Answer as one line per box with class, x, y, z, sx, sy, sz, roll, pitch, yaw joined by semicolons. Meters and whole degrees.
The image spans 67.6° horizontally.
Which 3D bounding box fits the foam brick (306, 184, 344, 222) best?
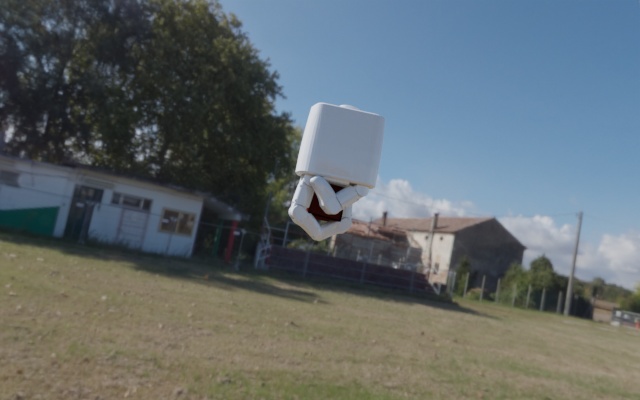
foam brick;0.000;0.002;0.730;0.053;0.051;0.078;13;-6;-19
